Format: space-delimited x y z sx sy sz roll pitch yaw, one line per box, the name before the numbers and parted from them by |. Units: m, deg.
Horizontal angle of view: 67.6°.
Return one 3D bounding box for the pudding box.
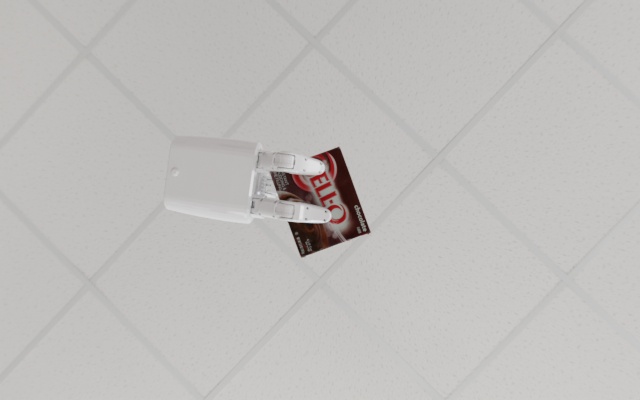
pudding box | 0.000 0.002 0.582 0.090 0.113 0.039 -20 -1 1
